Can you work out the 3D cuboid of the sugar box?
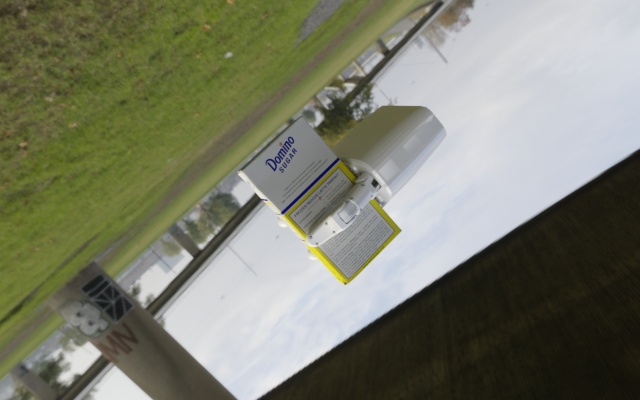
[{"bbox_3d":[0.000,0.002,0.543,0.093,0.176,0.048,-44,9,-11],"label":"sugar box"}]
